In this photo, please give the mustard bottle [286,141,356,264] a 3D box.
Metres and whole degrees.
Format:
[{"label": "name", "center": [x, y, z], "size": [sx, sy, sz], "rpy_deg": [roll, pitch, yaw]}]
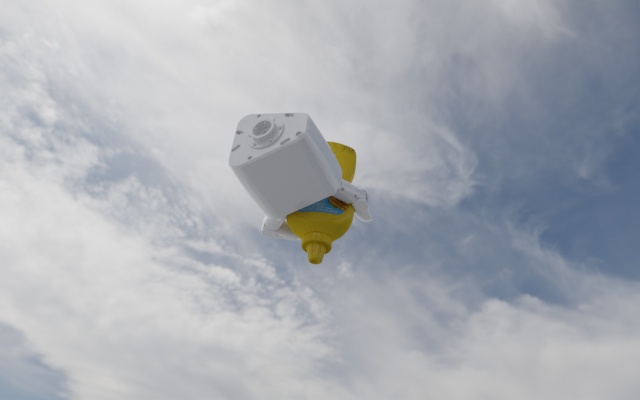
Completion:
[{"label": "mustard bottle", "center": [0.000, 0.002, 0.675], "size": [0.096, 0.191, 0.058], "rpy_deg": [5, -37, 0]}]
